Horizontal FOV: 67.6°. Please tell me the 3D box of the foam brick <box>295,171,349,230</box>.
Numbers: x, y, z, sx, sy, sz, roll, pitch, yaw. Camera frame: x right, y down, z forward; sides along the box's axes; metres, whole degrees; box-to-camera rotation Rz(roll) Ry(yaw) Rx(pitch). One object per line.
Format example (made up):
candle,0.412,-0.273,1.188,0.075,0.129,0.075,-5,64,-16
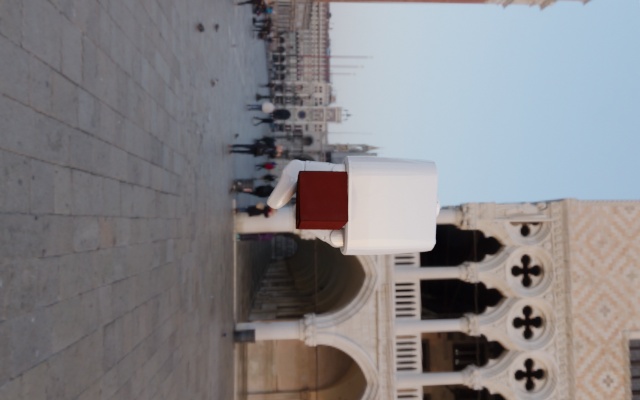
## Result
foam brick,0.000,0.002,0.511,0.051,0.053,0.078,1,-10,-4
